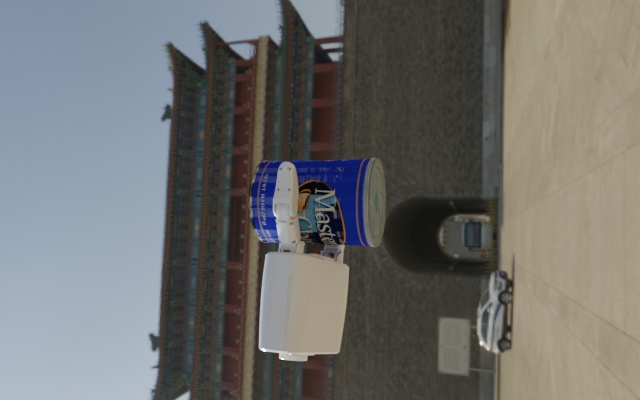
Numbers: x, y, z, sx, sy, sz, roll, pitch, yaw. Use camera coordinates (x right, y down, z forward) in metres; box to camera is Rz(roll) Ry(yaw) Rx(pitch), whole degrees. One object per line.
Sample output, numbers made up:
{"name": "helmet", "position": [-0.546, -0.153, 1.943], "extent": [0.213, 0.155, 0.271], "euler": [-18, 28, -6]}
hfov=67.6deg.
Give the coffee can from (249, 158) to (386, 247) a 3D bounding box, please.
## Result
{"name": "coffee can", "position": [0.000, 0.002, 0.570], "extent": [0.140, 0.103, 0.103], "euler": [1, 0, 18]}
